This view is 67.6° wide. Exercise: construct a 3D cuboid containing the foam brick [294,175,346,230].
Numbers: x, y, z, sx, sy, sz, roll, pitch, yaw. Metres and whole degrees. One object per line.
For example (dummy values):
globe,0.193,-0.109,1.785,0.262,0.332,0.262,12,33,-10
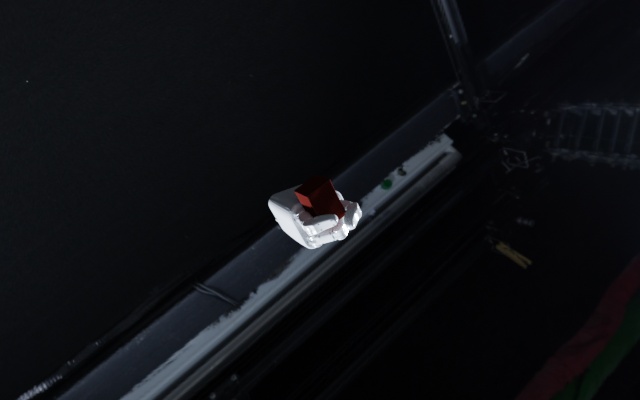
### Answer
foam brick,0.000,0.002,0.833,0.053,0.078,0.051,-37,29,-17
